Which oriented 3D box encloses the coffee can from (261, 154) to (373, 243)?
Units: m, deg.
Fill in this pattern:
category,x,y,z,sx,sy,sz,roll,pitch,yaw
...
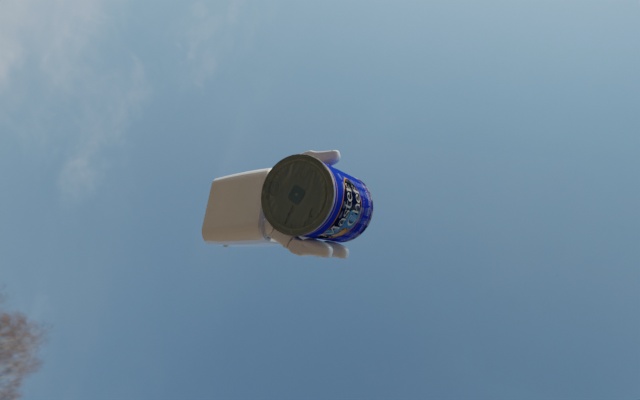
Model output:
category,x,y,z,sx,sy,sz,roll,pitch,yaw
coffee can,0.000,0.002,0.648,0.103,0.103,0.140,0,-8,26
